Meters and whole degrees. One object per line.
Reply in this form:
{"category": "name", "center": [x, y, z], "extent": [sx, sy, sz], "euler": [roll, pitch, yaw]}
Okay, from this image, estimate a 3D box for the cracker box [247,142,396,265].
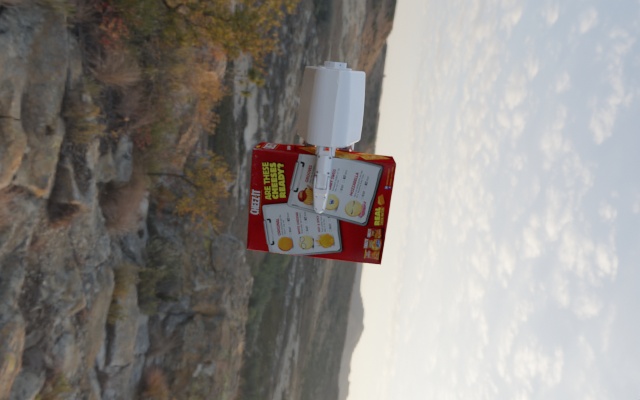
{"category": "cracker box", "center": [0.000, 0.003, 0.748], "extent": [0.213, 0.164, 0.072], "euler": [7, 16, 2]}
